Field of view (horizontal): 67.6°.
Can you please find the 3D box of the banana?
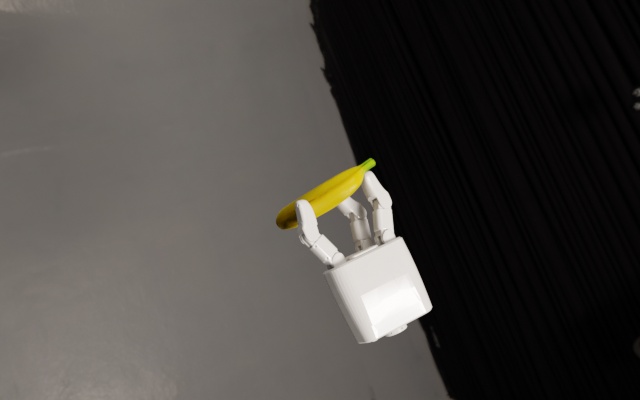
[{"bbox_3d":[-0.007,0.005,0.680,0.198,0.037,0.069,-31,-5,34],"label":"banana"}]
